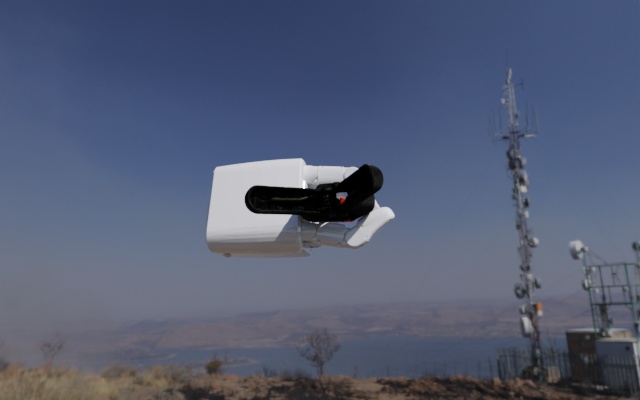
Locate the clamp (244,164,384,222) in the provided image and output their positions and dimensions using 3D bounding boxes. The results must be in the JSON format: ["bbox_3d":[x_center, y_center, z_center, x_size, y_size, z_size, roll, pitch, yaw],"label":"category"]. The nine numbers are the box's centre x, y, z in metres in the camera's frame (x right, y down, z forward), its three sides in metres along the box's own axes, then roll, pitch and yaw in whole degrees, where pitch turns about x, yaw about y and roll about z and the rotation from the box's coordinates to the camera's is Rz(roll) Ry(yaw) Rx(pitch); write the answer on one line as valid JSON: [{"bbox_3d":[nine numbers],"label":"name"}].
[{"bbox_3d":[0.000,0.001,0.468,0.120,0.039,0.171,-3,-12,6],"label":"clamp"}]
